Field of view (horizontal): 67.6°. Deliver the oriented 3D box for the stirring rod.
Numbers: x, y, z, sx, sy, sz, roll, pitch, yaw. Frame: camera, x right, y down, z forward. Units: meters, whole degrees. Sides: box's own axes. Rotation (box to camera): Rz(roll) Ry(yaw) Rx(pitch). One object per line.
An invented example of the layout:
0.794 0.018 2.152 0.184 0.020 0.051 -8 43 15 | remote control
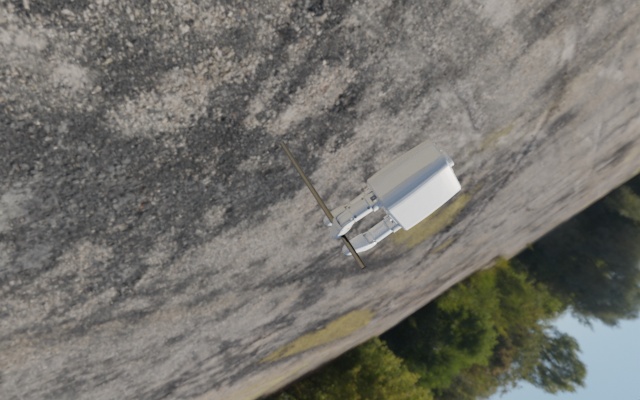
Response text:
0.000 0.002 0.730 0.011 0.239 0.011 -29 -19 -11 | stirring rod
